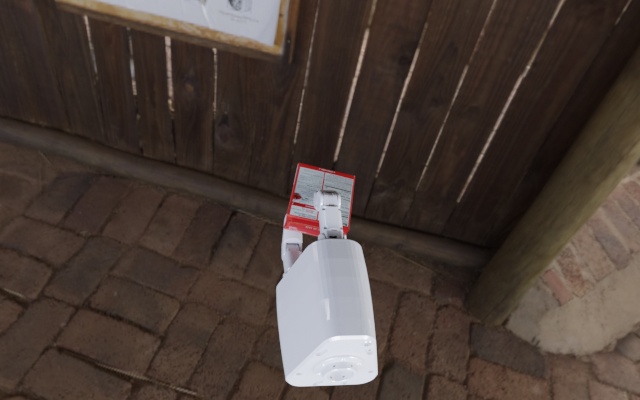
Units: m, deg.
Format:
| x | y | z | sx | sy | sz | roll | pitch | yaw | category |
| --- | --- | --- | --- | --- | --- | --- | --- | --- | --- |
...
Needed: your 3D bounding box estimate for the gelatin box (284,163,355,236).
| x | y | z | sx | sy | sz | roll | pitch | yaw | category |
| --- | --- | --- | --- | --- | --- | --- | --- | --- | --- |
| 0.000 | 0.001 | 0.573 | 0.073 | 0.089 | 0.030 | 13 | -40 | -4 | gelatin box |
